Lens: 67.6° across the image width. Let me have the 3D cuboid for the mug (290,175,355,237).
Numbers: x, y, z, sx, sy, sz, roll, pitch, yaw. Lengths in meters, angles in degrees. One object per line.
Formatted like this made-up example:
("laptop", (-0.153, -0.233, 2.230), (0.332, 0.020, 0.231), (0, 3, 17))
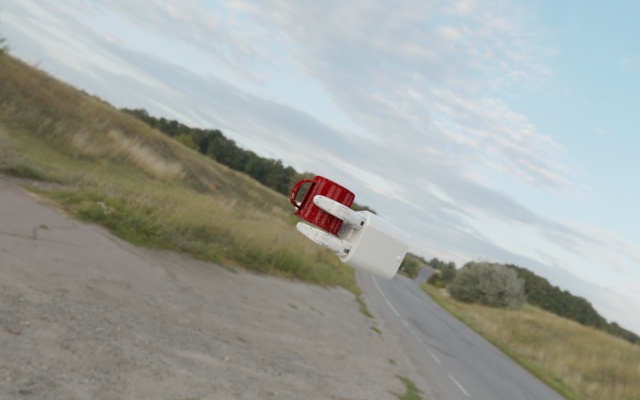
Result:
("mug", (-0.001, 0.002, 0.841), (0.117, 0.081, 0.093), (28, -2, -27))
